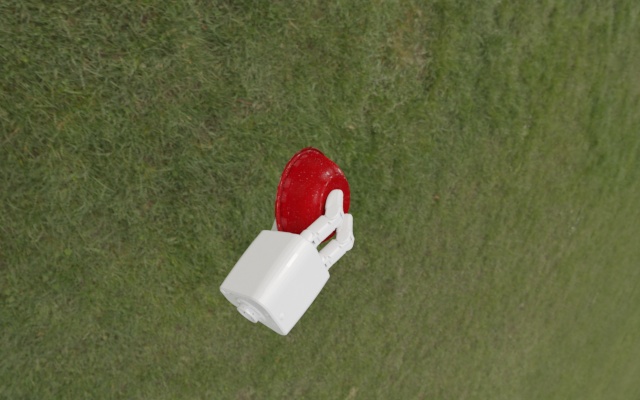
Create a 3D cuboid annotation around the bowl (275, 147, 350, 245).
[{"bbox_3d":[0.001,0.001,0.721,0.055,0.162,0.162,9,4,30],"label":"bowl"}]
